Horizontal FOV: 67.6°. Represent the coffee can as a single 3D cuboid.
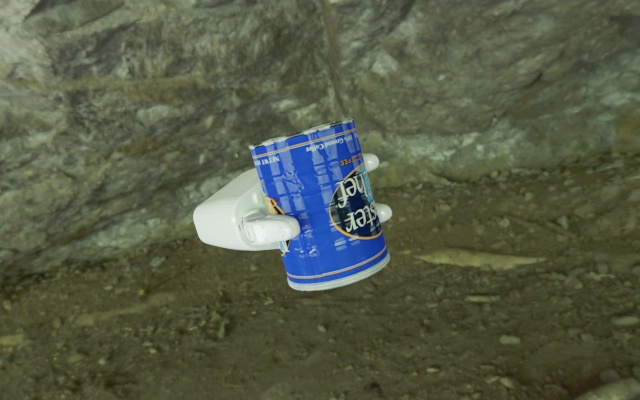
[{"bbox_3d":[0.000,0.002,0.459,0.103,0.140,0.103,-15,9,2],"label":"coffee can"}]
